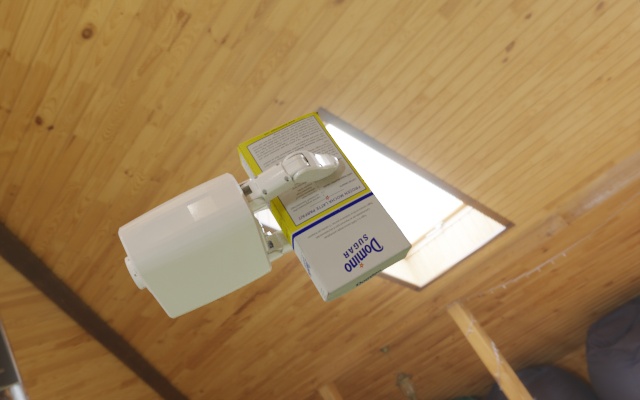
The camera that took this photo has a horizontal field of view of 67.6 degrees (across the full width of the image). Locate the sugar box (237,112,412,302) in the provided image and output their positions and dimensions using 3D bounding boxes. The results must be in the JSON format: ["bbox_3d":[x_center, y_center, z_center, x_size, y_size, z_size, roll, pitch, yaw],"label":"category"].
[{"bbox_3d":[0.000,0.002,0.470,0.093,0.176,0.048,-27,-20,-14],"label":"sugar box"}]
